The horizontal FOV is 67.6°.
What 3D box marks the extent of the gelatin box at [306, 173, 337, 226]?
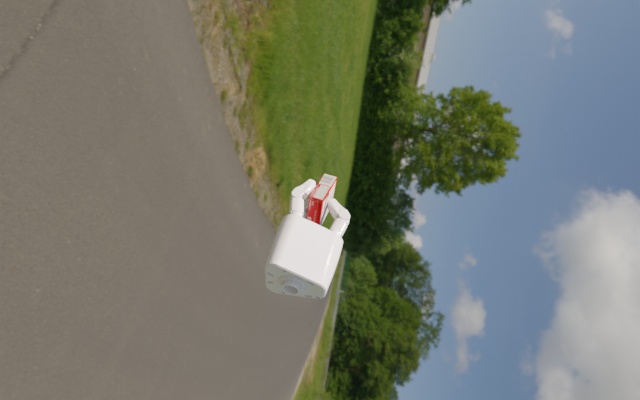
[{"bbox_3d":[0.001,0.003,0.899,0.030,0.073,0.089,18,38,11],"label":"gelatin box"}]
